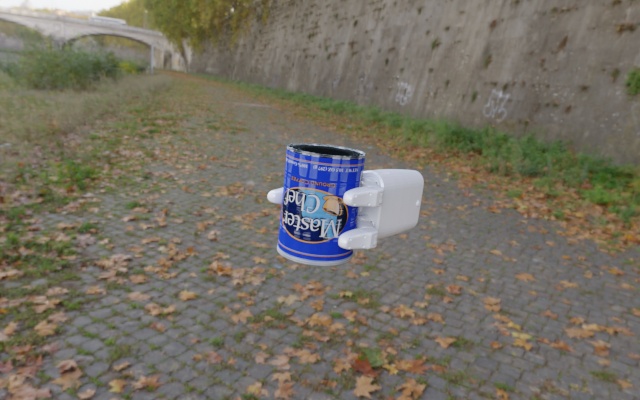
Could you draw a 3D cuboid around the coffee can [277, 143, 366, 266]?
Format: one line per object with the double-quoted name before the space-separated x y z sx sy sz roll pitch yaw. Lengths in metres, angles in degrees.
"coffee can" 0.000 0.002 0.625 0.103 0.140 0.102 6 14 -1
